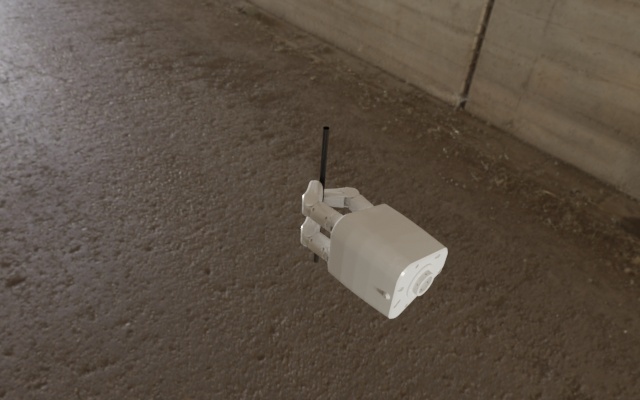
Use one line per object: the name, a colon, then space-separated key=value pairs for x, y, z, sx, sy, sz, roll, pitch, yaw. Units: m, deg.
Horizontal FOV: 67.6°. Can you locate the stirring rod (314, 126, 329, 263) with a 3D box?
stirring rod: x=0.000 y=0.002 z=0.671 sx=0.011 sy=0.240 sz=0.011 roll=3 pitch=40 yaw=-2
